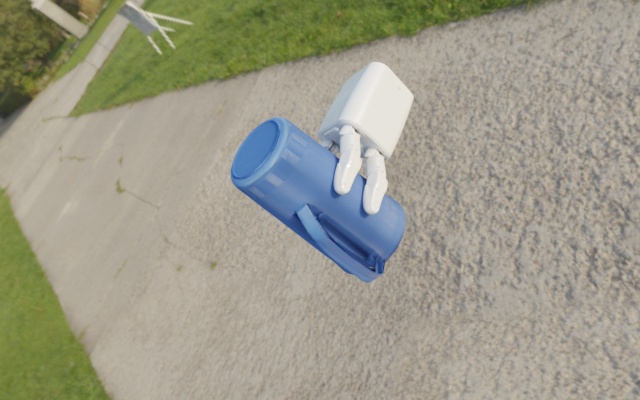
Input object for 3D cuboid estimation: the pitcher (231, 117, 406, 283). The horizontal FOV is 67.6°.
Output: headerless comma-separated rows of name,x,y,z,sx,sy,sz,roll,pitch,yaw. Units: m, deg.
pitcher,0.000,0.002,0.657,0.243,0.145,0.149,37,-18,-33
